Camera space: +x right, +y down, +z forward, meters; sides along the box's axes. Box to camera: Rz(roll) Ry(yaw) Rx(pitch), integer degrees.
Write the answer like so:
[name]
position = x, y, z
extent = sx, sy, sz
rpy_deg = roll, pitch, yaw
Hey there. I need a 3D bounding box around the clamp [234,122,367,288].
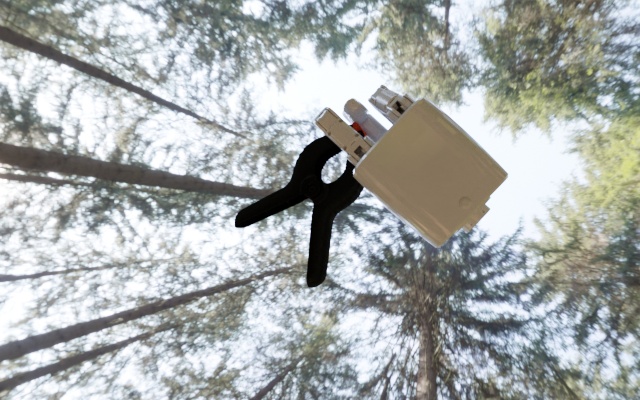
[clamp]
position = 0.000, 0.001, 0.498
extent = 0.120, 0.171, 0.039
rpy_deg = 44, 8, 13
